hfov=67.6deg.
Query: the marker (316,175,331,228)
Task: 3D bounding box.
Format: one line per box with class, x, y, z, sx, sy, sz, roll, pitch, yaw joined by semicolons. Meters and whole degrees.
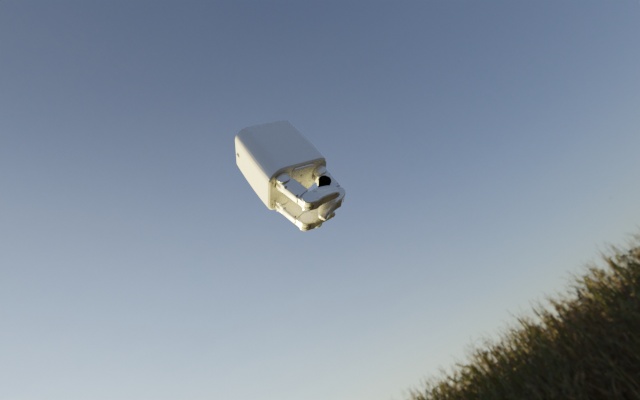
marker;0.000;0.002;0.746;0.020;0.020;0.121;0;-36;-8
